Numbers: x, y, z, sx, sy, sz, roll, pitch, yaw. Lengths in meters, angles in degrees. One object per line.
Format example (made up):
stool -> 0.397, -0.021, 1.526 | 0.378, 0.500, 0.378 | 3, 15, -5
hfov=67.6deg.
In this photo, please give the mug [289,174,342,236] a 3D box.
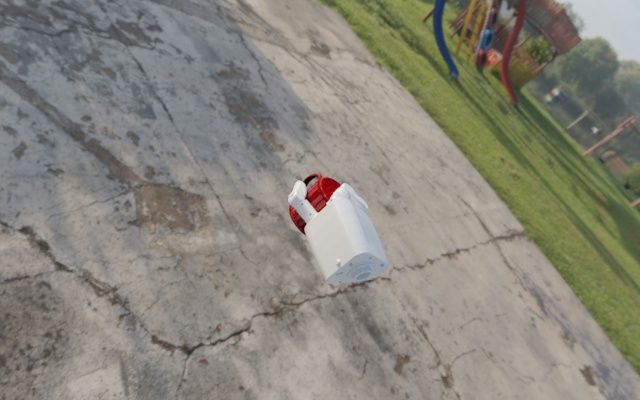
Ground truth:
mug -> 0.000, 0.002, 0.861 | 0.093, 0.117, 0.081 | 13, -46, -44
